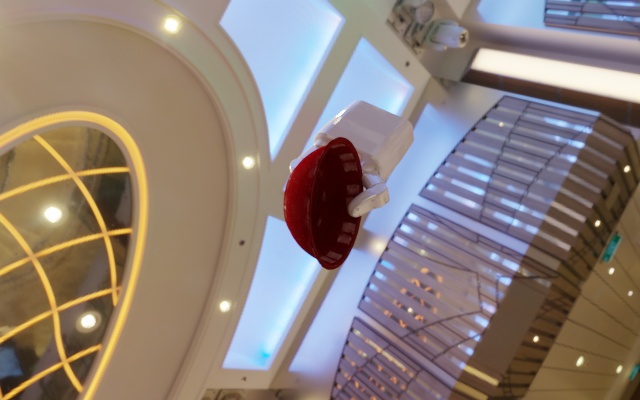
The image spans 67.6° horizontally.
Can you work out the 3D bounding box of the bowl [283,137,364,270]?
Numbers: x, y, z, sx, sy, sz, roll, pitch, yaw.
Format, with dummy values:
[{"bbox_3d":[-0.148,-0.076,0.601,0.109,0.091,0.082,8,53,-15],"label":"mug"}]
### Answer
[{"bbox_3d":[-0.001,0.002,0.589,0.055,0.162,0.162,5,2,25],"label":"bowl"}]
